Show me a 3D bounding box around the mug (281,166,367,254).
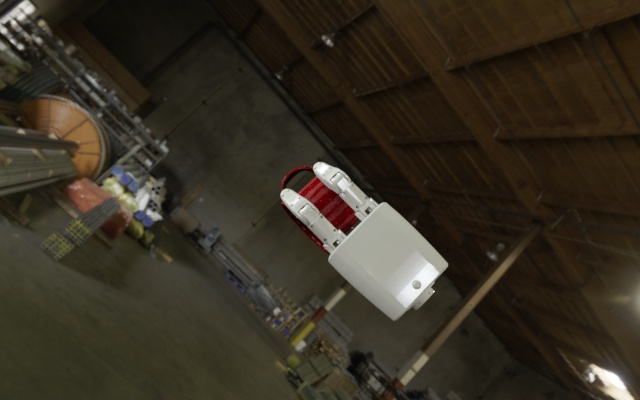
[{"bbox_3d":[-0.001,0.001,0.637,0.081,0.117,0.093,-43,-12,-9],"label":"mug"}]
